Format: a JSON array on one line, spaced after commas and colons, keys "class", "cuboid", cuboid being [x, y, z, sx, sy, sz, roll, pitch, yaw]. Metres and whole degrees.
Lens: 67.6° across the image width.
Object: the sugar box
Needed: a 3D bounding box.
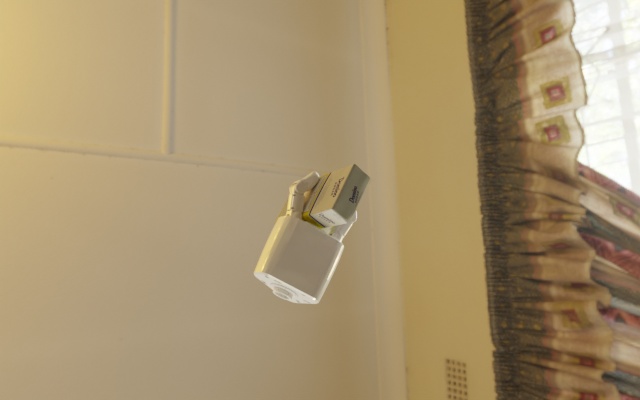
[{"class": "sugar box", "cuboid": [0.000, 0.003, 0.809, 0.048, 0.093, 0.176, 40, -29, -25]}]
